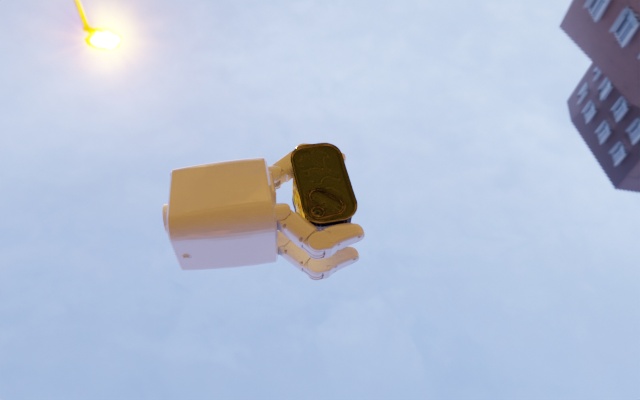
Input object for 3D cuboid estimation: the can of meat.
[{"bbox_3d":[0.000,0.002,0.534,0.057,0.102,0.084,-9,-33,-10],"label":"can of meat"}]
